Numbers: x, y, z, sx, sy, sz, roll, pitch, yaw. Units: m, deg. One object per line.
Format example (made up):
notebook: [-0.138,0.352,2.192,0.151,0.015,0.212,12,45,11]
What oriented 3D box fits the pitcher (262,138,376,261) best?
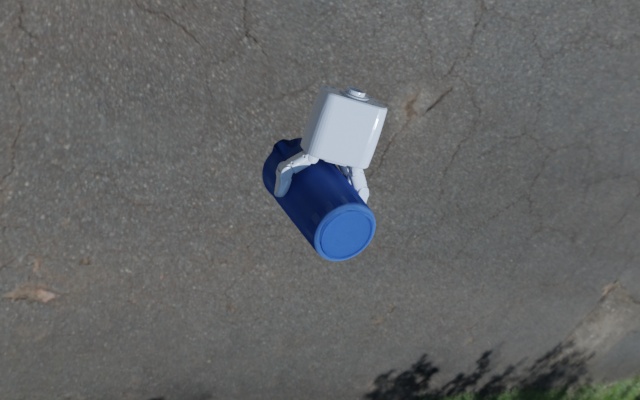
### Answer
pitcher: [0.000,0.003,0.837,0.149,0.145,0.242,7,26,-29]
